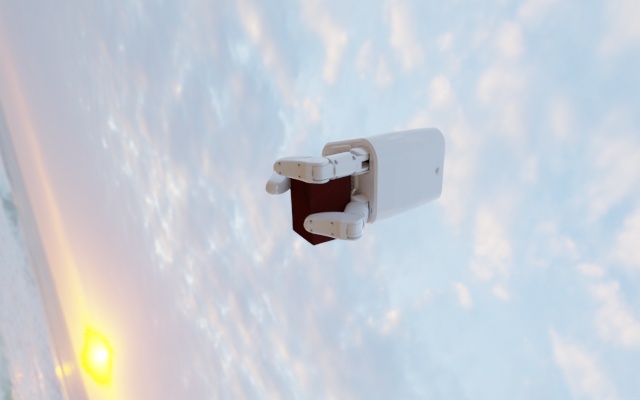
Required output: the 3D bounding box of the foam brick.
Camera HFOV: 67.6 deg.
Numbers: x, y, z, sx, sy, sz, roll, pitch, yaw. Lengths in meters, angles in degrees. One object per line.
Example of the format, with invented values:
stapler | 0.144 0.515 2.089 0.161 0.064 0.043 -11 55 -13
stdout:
foam brick | 0.000 0.002 0.533 0.051 0.078 0.053 -14 26 -26
